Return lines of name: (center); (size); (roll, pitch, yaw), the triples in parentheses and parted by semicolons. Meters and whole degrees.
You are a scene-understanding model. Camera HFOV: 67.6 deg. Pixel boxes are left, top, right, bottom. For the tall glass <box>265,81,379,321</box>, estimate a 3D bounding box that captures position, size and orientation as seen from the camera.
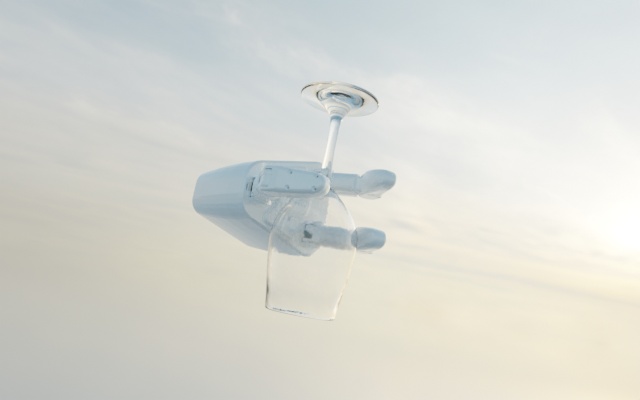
tall glass: (0.000, 0.001, 0.429); (0.079, 0.201, 0.079); (10, -11, 2)
